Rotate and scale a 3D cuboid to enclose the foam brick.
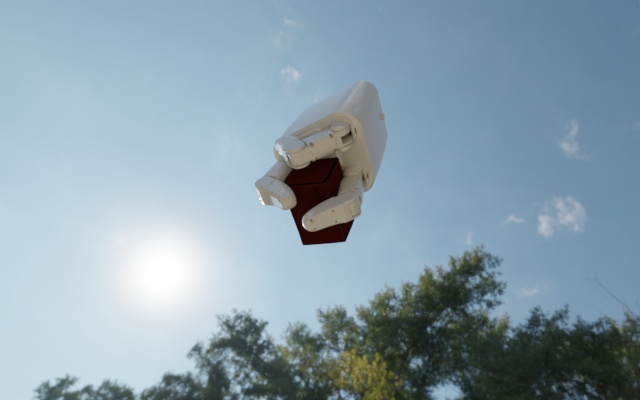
[{"bbox_3d":[0.000,0.002,0.514,0.053,0.078,0.051,-5,32,22],"label":"foam brick"}]
